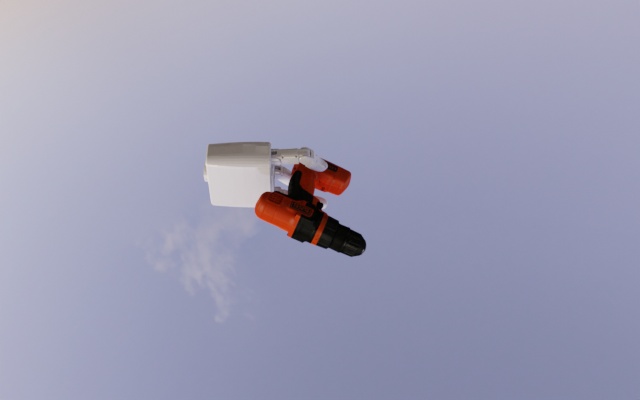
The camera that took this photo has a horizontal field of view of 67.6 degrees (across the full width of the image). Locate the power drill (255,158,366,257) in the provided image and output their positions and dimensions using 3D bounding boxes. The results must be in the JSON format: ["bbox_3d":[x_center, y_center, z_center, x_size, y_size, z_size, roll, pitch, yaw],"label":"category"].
[{"bbox_3d":[0.000,0.002,0.799,0.184,0.057,0.187,25,33,-3],"label":"power drill"}]
